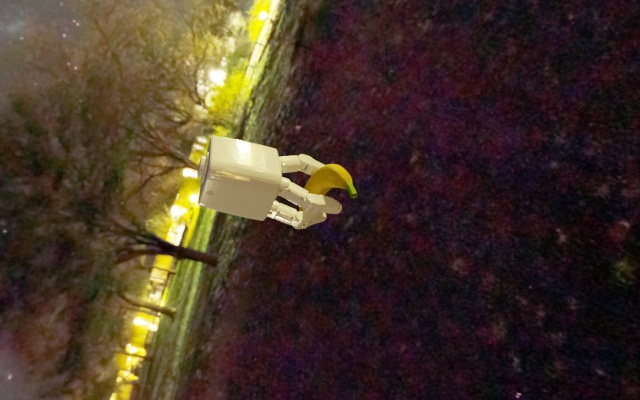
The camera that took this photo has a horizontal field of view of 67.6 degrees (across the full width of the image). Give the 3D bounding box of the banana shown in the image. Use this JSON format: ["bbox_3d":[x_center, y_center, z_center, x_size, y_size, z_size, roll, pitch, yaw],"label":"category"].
[{"bbox_3d":[0.002,-0.016,0.784,0.037,0.069,0.198,7,-16,-21],"label":"banana"}]
